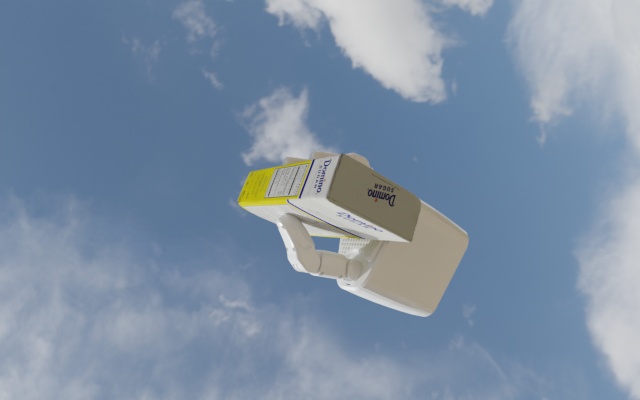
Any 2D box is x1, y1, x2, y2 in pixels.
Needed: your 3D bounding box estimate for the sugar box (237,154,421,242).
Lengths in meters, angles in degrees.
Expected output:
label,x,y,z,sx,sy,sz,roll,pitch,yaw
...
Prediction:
label,x,y,z,sx,sy,sz,roll,pitch,yaw
sugar box,0.000,0.001,0.448,0.093,0.048,0.176,27,-18,-29
